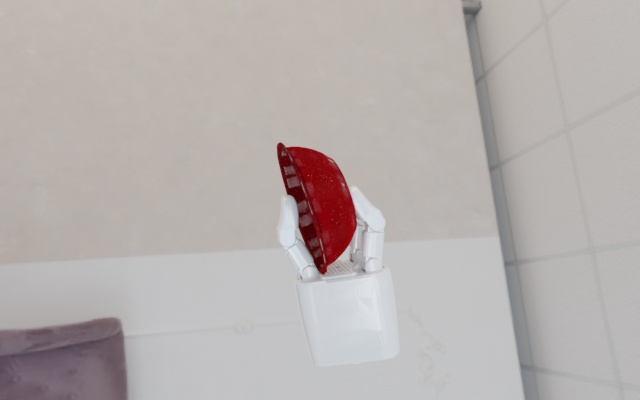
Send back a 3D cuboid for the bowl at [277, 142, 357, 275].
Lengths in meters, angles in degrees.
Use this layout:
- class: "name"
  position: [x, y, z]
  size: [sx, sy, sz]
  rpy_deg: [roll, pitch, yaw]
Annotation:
- class: "bowl"
  position: [0.000, 0.000, 0.558]
  size: [0.055, 0.162, 0.162]
  rpy_deg: [-19, 3, -9]
